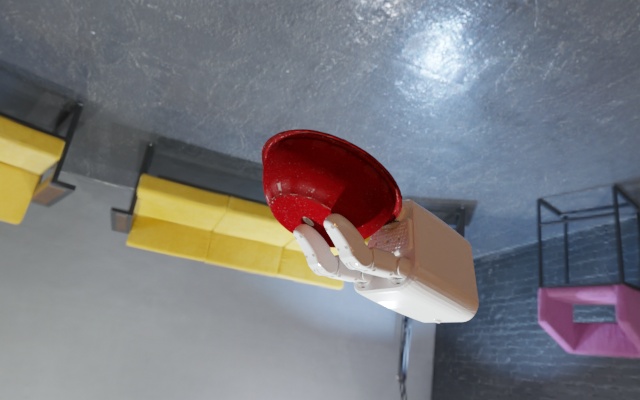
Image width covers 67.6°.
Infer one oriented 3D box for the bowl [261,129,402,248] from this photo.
[{"bbox_3d":[-0.001,0.001,0.499,0.162,0.055,0.162,20,-30,12],"label":"bowl"}]
